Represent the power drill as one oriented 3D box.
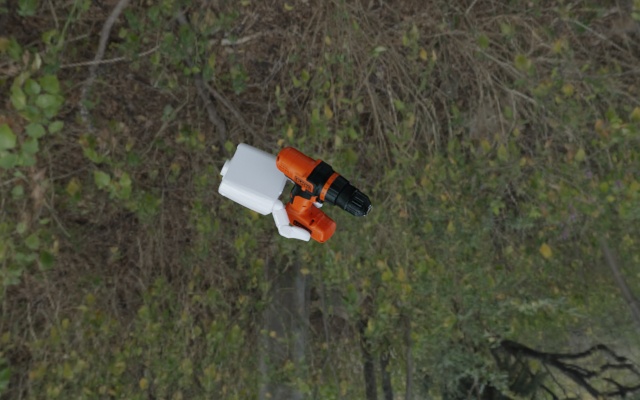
[{"bbox_3d":[0.000,0.003,0.863,0.184,0.057,0.188,34,-29,14],"label":"power drill"}]
